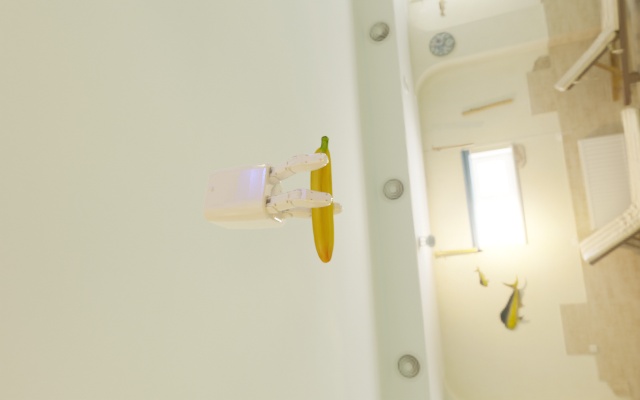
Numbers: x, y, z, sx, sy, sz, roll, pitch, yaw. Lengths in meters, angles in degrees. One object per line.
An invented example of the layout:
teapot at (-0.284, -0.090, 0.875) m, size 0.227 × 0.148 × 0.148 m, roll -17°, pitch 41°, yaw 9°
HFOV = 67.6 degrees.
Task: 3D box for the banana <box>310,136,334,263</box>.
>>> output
banana at (0.002, 0.001, 0.767) m, size 0.037 × 0.198 × 0.069 m, roll -3°, pitch -6°, yaw 5°
